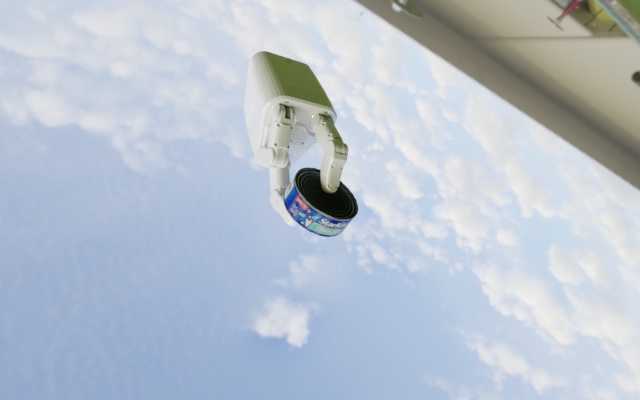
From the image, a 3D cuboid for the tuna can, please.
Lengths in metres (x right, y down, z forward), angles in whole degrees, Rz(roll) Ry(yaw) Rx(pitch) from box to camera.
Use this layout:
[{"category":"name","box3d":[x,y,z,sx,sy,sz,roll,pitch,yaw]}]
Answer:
[{"category":"tuna can","box3d":[0.000,0.002,0.564,0.086,0.086,0.034,0,-44,-44]}]
